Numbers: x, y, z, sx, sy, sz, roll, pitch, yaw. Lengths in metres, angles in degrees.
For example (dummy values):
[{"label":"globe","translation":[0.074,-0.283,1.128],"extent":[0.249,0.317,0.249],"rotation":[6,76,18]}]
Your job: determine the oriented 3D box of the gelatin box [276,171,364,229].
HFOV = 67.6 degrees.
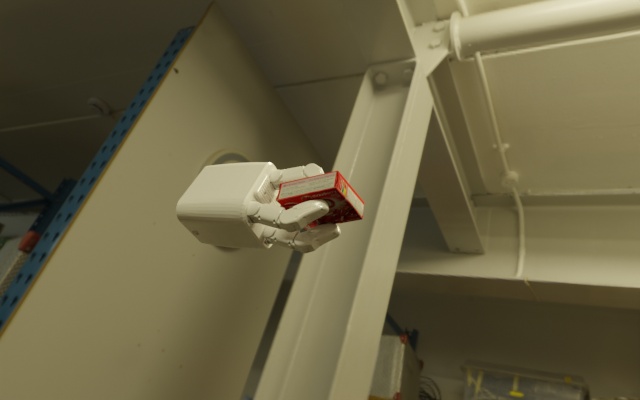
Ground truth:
[{"label":"gelatin box","translation":[0.000,0.002,0.604],"extent":[0.089,0.030,0.073],"rotation":[-12,-39,29]}]
